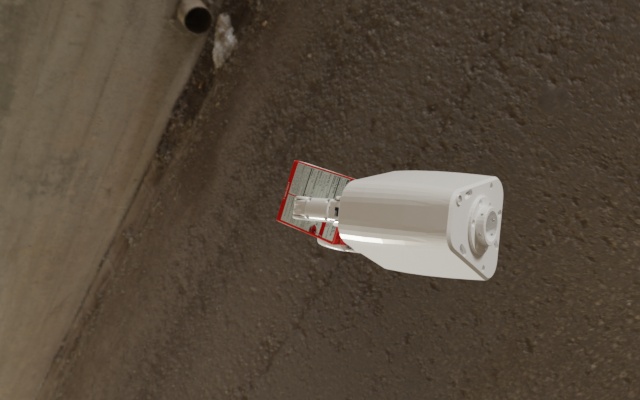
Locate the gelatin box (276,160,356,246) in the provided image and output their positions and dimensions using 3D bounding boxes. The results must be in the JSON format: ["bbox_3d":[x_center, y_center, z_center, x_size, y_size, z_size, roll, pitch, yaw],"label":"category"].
[{"bbox_3d":[0.000,0.002,0.528,0.089,0.073,0.030,20,6,36],"label":"gelatin box"}]
